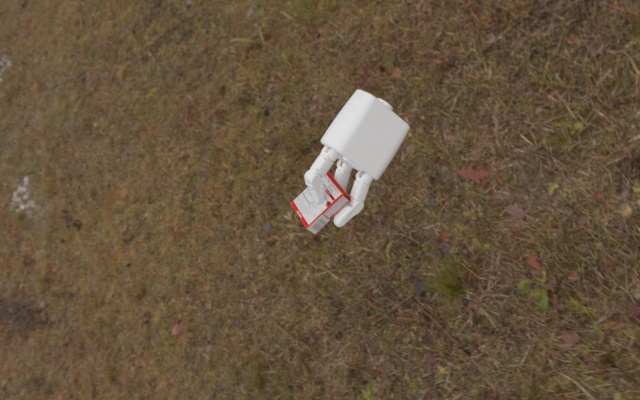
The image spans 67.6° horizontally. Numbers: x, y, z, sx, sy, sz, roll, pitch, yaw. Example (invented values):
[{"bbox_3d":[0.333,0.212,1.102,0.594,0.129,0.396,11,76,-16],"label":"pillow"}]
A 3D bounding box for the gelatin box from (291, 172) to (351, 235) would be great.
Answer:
[{"bbox_3d":[0.000,0.003,0.823,0.030,0.089,0.073,38,11,-45],"label":"gelatin box"}]
